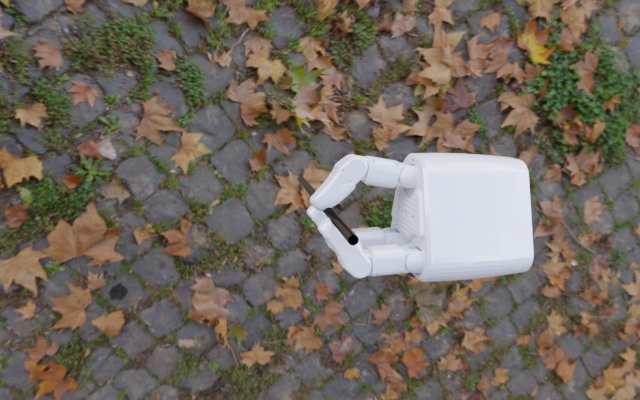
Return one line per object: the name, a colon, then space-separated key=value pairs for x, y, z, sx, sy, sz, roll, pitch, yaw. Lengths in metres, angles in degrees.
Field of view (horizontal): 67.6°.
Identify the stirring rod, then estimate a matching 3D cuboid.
stirring rod: x=0.000 y=0.001 z=0.455 sx=0.011 sy=0.011 sz=0.239 roll=0 pitch=13 yaw=-12
